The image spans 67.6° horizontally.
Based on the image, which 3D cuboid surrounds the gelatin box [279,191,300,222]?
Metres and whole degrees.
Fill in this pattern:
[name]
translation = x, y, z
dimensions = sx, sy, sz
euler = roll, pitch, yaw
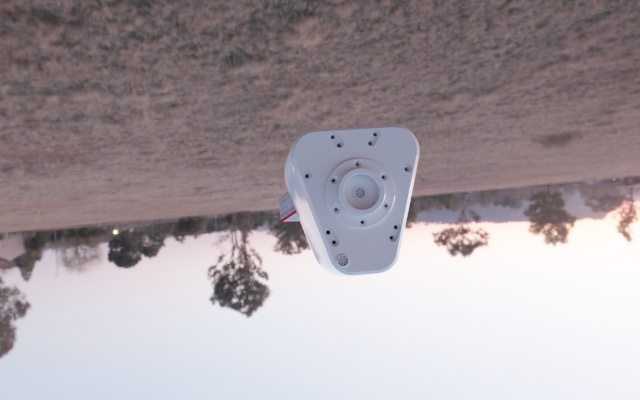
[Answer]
[gelatin box]
translation = 0.000, 0.002, 0.513
dimensions = 0.073, 0.030, 0.089
euler = -2, -11, -17
